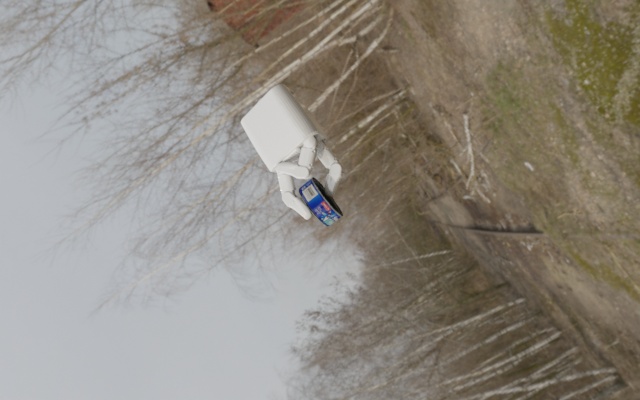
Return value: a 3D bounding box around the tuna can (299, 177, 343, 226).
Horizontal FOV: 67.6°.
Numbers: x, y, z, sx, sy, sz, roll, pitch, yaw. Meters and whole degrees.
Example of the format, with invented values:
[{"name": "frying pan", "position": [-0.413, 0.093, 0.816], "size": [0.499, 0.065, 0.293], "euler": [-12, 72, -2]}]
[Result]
[{"name": "tuna can", "position": [0.000, 0.003, 0.830], "size": [0.034, 0.086, 0.086], "euler": [-38, -6, 8]}]
